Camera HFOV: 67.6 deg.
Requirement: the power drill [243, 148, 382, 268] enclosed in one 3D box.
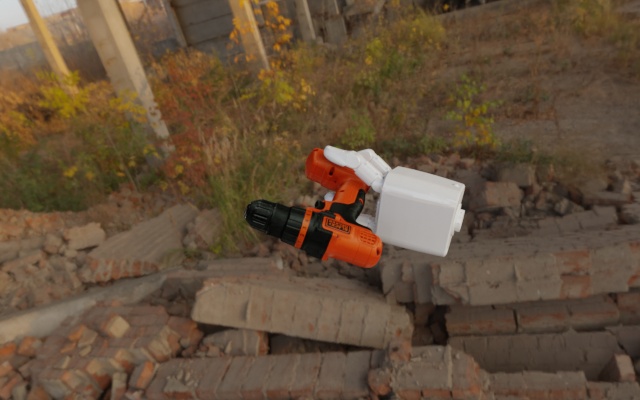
[{"bbox_3d":[0.000,0.002,0.673,0.184,0.057,0.187,20,39,-5],"label":"power drill"}]
